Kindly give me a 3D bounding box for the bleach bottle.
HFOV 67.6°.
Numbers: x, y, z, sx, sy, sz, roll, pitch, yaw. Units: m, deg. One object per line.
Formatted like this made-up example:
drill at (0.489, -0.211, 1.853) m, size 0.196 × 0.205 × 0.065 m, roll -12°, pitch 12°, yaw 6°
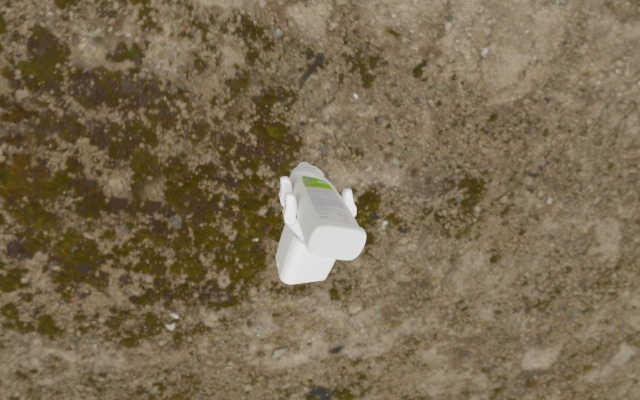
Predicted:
bleach bottle at (0.000, 0.003, 0.882) m, size 0.102 × 0.068 × 0.250 m, roll 10°, pitch 30°, yaw -21°
